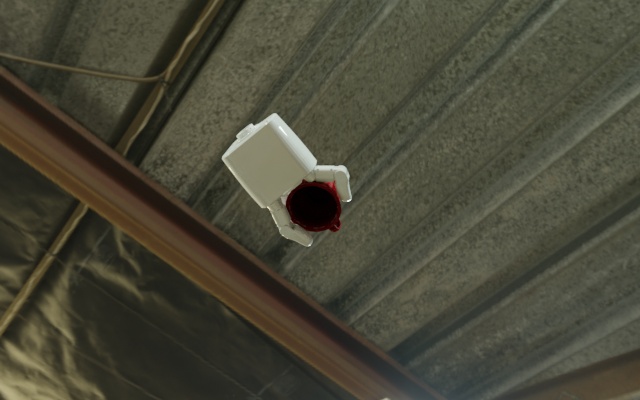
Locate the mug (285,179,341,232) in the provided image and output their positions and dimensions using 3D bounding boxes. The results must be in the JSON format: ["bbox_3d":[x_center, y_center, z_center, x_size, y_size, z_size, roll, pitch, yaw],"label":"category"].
[{"bbox_3d":[0.001,0.004,0.826,0.093,0.117,0.081,-31,20,22],"label":"mug"}]
